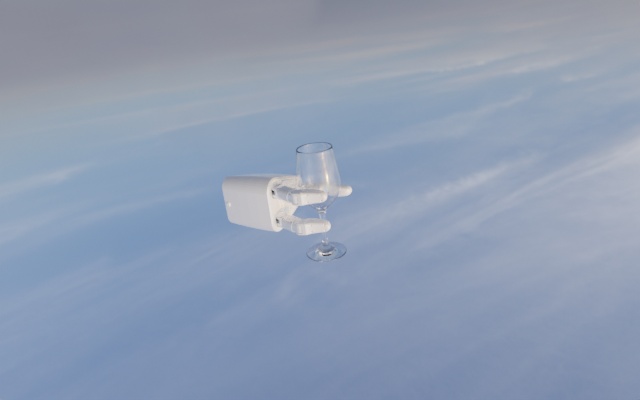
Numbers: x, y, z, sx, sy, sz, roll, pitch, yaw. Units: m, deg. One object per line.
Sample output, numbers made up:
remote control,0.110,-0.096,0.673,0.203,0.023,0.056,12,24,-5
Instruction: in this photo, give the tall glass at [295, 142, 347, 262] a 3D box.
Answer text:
tall glass,0.000,0.003,0.837,0.079,0.201,0.079,-5,23,2
